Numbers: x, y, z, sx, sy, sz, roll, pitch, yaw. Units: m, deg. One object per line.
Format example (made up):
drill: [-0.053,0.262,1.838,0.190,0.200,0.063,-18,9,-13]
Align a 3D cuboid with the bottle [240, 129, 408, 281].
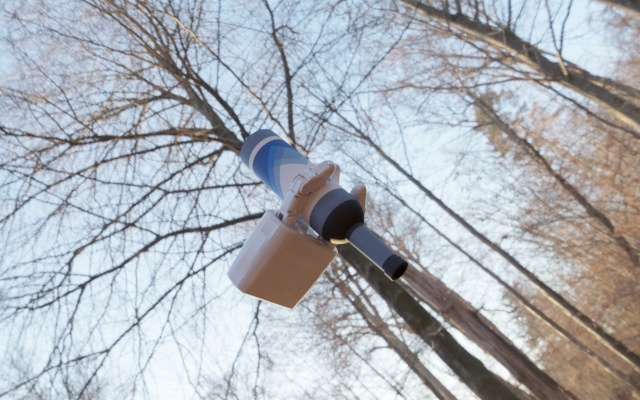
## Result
bottle: [0.000,0.002,0.631,0.069,0.069,0.295,0,33,-48]
